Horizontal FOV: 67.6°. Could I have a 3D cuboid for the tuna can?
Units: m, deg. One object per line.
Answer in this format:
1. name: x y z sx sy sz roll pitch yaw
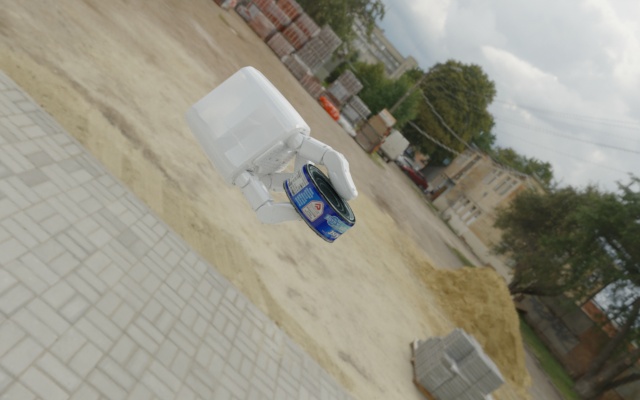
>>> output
1. tuna can: 0.001 0.001 0.517 0.034 0.086 0.086 -39 -10 13
